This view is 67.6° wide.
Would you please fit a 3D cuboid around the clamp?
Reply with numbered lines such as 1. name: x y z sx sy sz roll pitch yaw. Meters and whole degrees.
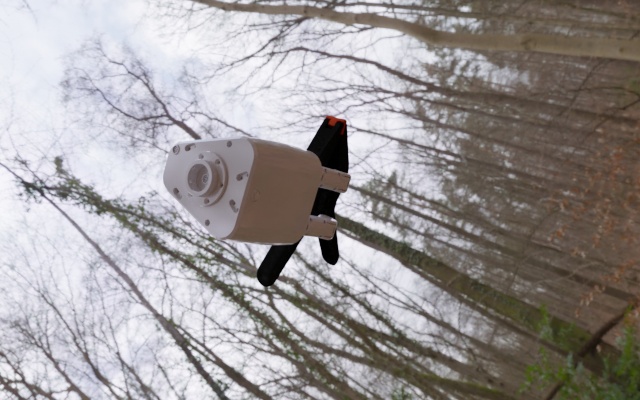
1. clamp: -0.001 0.001 0.599 0.036 0.210 0.164 19 6 28
